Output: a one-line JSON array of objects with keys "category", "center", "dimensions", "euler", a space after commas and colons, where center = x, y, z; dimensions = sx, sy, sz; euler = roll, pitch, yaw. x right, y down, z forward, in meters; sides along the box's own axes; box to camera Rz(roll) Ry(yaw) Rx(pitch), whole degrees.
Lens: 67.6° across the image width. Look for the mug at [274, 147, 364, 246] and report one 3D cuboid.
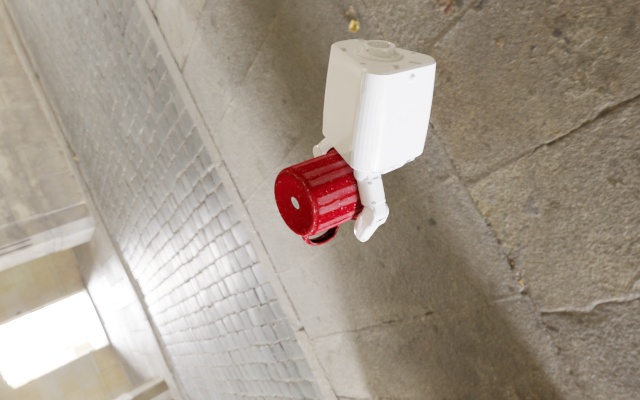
[{"category": "mug", "center": [0.000, 0.003, 0.555], "dimensions": [0.081, 0.117, 0.093], "euler": [-22, 41, -34]}]
